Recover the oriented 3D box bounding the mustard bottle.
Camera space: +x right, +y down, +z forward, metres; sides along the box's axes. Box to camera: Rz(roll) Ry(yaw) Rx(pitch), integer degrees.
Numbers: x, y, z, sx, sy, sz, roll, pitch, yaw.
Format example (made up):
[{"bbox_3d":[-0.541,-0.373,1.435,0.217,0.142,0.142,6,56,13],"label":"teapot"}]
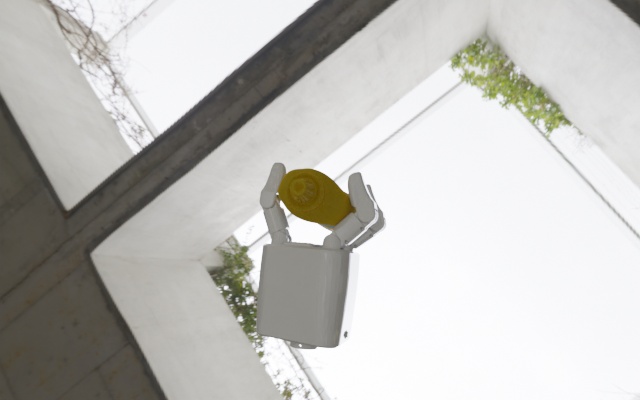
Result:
[{"bbox_3d":[0.000,0.002,0.577,0.096,0.058,0.192,29,0,17],"label":"mustard bottle"}]
